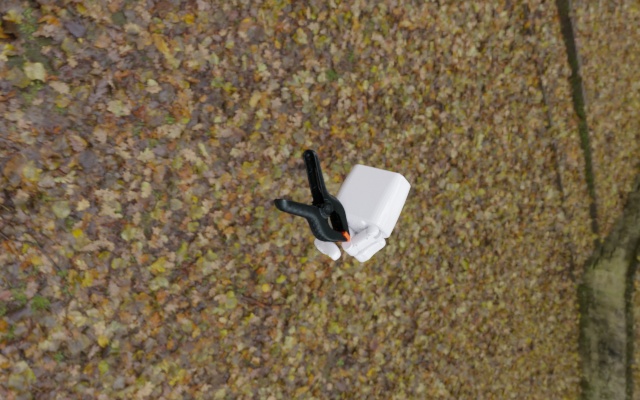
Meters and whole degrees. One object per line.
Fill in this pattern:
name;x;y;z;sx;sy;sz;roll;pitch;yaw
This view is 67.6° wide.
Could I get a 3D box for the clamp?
clamp;0.001;0.003;0.781;0.039;0.120;0.171;5;-30;42
